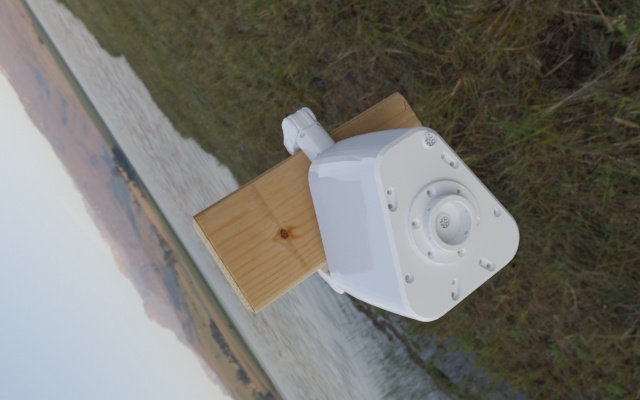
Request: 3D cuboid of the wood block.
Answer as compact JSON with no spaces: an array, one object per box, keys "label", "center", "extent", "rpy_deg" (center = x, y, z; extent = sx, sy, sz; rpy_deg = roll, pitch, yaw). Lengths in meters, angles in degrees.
[{"label":"wood block","center":[0.000,0.001,0.427],"extent":[0.206,0.091,0.090],"rpy_deg":[-33,0,-17]}]
